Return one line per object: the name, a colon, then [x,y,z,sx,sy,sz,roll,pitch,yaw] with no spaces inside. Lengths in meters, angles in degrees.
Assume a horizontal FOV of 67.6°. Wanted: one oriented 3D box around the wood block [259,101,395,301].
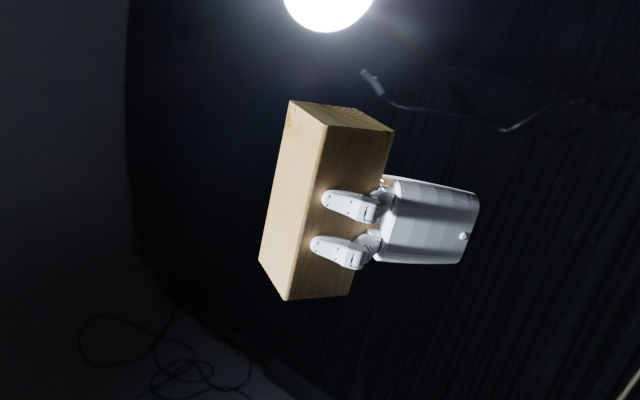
wood block: [0.000,0.002,0.550,0.090,0.206,0.090,1,25,-28]
